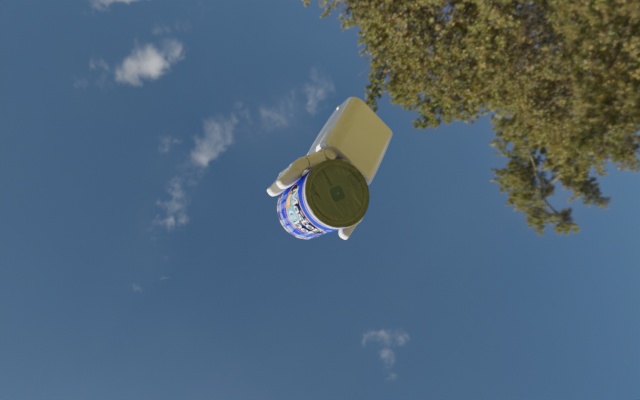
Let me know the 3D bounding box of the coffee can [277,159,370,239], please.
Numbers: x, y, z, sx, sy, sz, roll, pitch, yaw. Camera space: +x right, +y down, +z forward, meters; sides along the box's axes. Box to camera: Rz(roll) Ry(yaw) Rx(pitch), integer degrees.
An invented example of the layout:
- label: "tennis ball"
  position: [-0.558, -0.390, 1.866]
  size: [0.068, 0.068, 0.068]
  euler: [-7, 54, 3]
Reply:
- label: "coffee can"
  position: [0.000, 0.003, 0.752]
  size: [0.103, 0.103, 0.140]
  euler: [0, -11, -22]
